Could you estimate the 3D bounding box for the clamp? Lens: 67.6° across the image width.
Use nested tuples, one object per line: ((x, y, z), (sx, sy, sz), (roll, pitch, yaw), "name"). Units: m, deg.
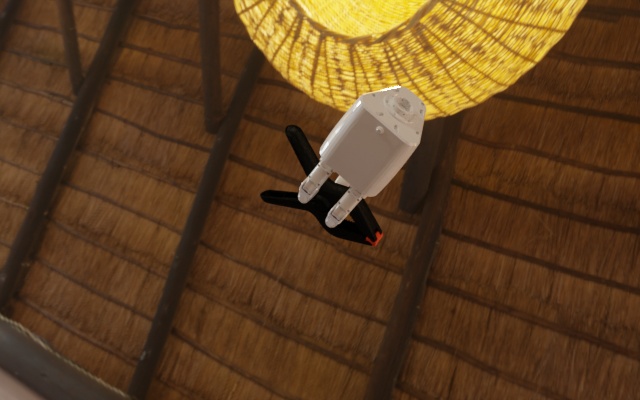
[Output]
((0.001, 0.002, 0.734), (0.036, 0.210, 0.165), (-46, -4, -42), "clamp")
